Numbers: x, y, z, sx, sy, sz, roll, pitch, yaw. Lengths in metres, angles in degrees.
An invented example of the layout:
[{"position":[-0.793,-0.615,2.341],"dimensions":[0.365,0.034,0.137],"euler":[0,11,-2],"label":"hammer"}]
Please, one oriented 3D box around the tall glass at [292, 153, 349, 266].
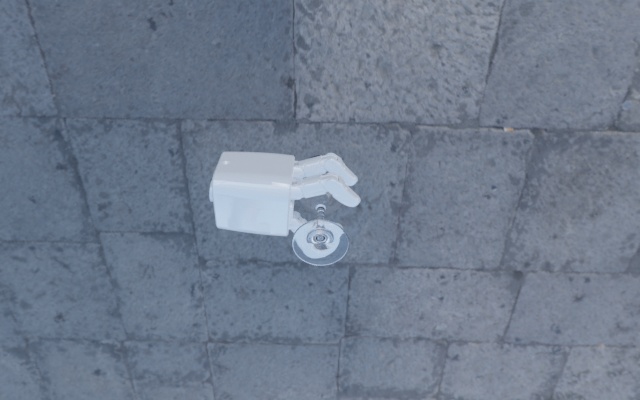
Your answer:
[{"position":[0.000,0.003,0.701],"dimensions":[0.079,0.079,0.201],"euler":[0,33,1],"label":"tall glass"}]
